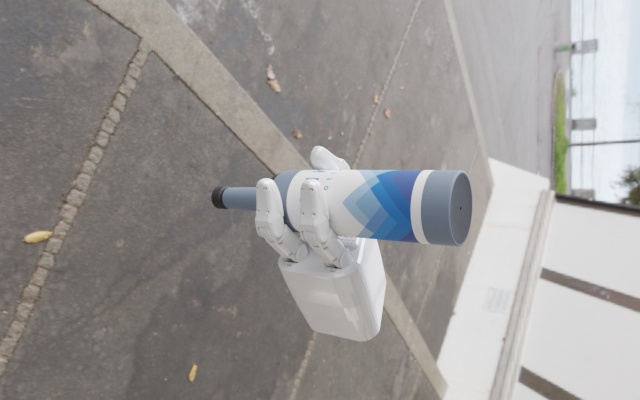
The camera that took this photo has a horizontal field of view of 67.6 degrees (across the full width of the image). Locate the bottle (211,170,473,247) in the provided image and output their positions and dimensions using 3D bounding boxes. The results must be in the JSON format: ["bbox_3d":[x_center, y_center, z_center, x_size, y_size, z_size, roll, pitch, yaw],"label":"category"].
[{"bbox_3d":[0.000,0.002,0.495,0.295,0.069,0.069,3,1,34],"label":"bottle"}]
